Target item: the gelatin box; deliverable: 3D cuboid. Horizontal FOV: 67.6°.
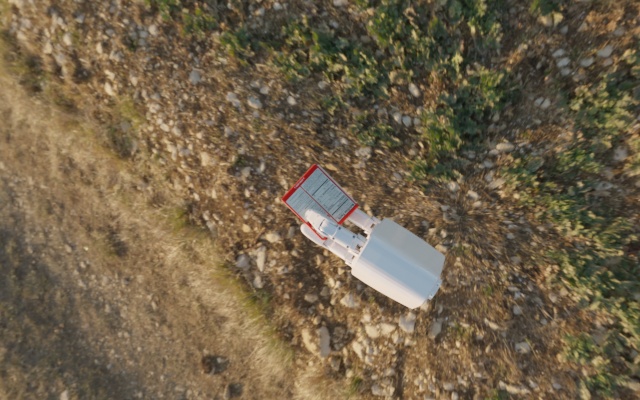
[{"bbox_3d":[0.000,0.002,0.695,0.089,0.073,0.030,44,8,4],"label":"gelatin box"}]
